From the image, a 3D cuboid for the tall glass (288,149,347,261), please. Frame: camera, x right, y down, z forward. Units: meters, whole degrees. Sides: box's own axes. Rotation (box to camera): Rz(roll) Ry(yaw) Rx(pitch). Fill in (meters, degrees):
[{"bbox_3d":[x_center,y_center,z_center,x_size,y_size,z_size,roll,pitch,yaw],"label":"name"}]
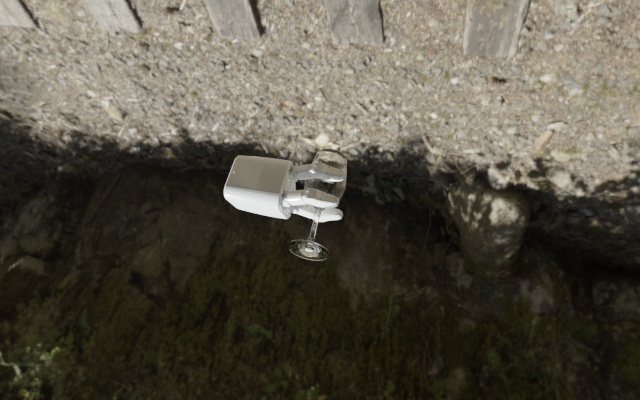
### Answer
[{"bbox_3d":[0.000,0.003,0.868,0.079,0.201,0.079,11,-30,6],"label":"tall glass"}]
